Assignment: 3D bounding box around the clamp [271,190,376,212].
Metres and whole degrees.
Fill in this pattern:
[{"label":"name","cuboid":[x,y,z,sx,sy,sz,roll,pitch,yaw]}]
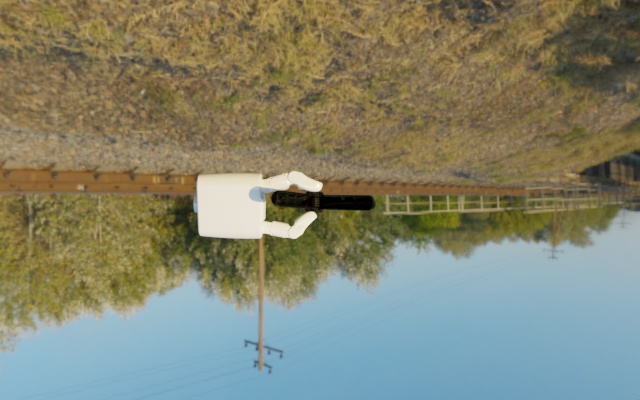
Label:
[{"label":"clamp","cuboid":[0.000,0.004,0.829,0.164,0.036,0.210,4,-2,-4]}]
